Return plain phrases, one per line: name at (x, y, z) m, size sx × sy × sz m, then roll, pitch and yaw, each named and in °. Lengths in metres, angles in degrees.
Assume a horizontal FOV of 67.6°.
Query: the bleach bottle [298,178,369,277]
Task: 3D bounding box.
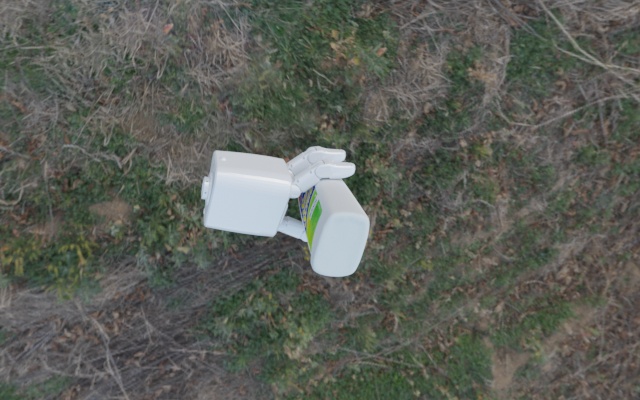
bleach bottle at (0.000, 0.002, 0.724) m, size 0.068 × 0.103 × 0.250 m, roll 8°, pitch 24°, yaw -18°
